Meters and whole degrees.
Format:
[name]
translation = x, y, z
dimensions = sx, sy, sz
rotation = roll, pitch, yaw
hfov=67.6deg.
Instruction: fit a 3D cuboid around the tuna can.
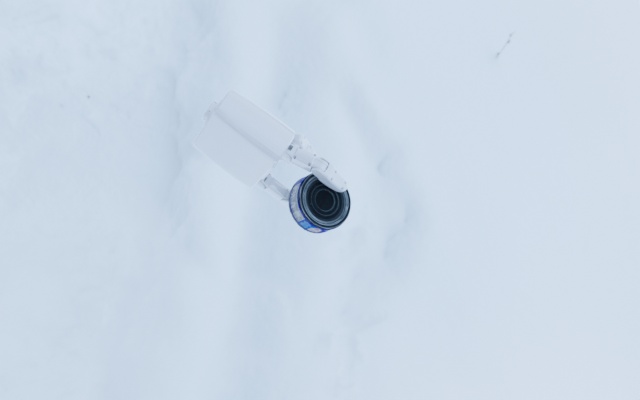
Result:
[tuna can]
translation = 0.000, 0.002, 0.678
dimensions = 0.086, 0.086, 0.034
rotation = 0, -12, -29
